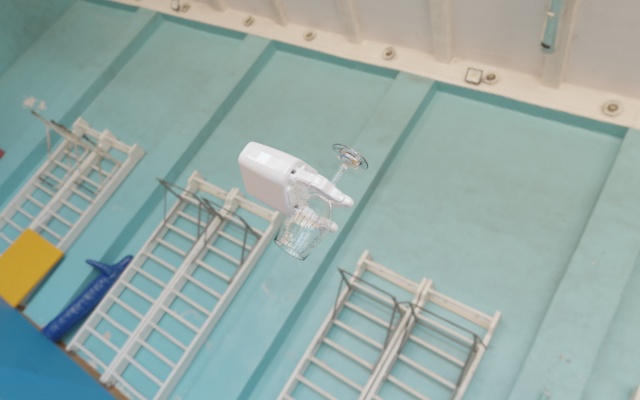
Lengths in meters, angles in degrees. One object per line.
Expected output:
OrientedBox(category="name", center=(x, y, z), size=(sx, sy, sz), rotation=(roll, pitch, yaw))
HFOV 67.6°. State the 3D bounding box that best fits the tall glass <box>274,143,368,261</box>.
OrientedBox(category="tall glass", center=(0.001, 0.002, 0.815), size=(0.079, 0.201, 0.079), rotation=(30, -17, 10))
